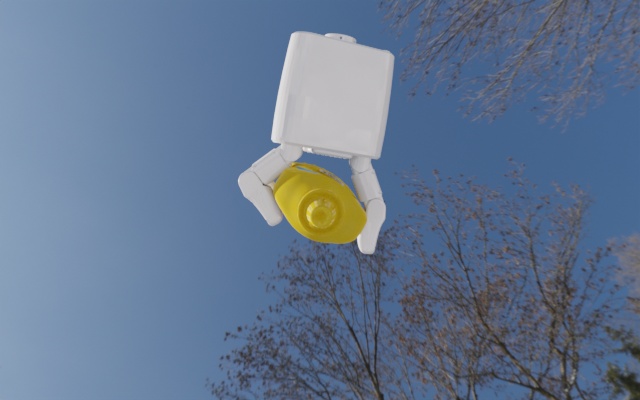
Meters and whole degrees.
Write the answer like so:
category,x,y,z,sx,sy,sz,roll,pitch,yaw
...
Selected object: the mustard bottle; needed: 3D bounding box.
category,x,y,z,sx,sy,sz,roll,pitch,yaw
mustard bottle,0.000,0.002,0.480,0.096,0.058,0.191,34,5,-4
